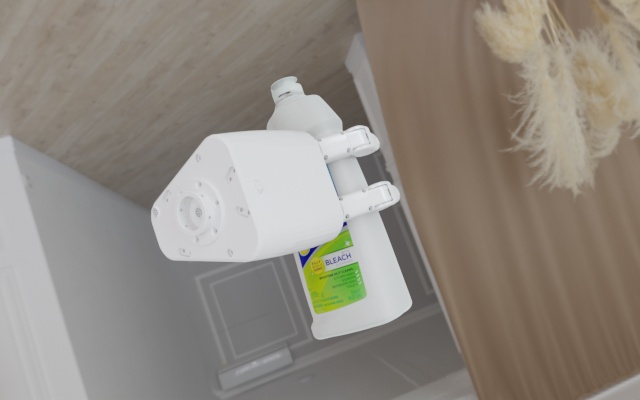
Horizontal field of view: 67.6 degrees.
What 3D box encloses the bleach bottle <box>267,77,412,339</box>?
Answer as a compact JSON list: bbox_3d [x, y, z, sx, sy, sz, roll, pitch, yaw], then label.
[{"bbox_3d":[0.000,0.002,0.474,0.102,0.251,0.068,-25,-7,34],"label":"bleach bottle"}]
